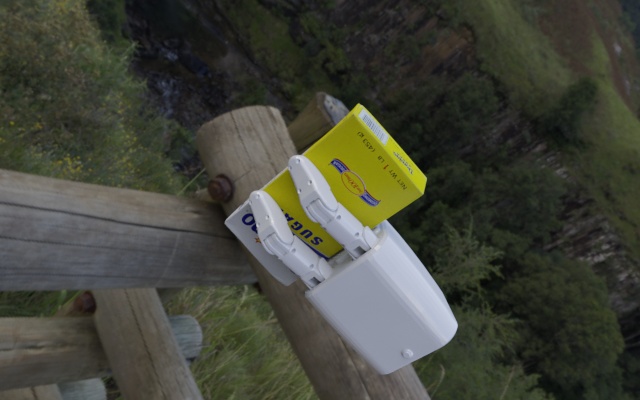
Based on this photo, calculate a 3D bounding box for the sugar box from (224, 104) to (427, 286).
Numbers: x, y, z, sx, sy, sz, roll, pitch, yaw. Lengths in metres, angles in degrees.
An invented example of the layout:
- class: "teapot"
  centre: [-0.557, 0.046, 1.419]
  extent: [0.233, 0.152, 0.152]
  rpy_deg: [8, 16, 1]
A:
- class: "sugar box"
  centre: [0.000, 0.002, 0.448]
  extent: [0.176, 0.093, 0.048]
  rpy_deg: [-39, 8, 26]
